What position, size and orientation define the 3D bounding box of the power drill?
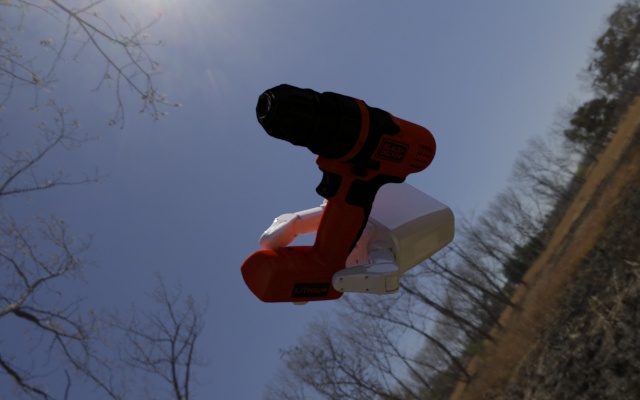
[{"bbox_3d":[0.000,0.002,0.412,0.184,0.188,0.057,9,28,-39],"label":"power drill"}]
